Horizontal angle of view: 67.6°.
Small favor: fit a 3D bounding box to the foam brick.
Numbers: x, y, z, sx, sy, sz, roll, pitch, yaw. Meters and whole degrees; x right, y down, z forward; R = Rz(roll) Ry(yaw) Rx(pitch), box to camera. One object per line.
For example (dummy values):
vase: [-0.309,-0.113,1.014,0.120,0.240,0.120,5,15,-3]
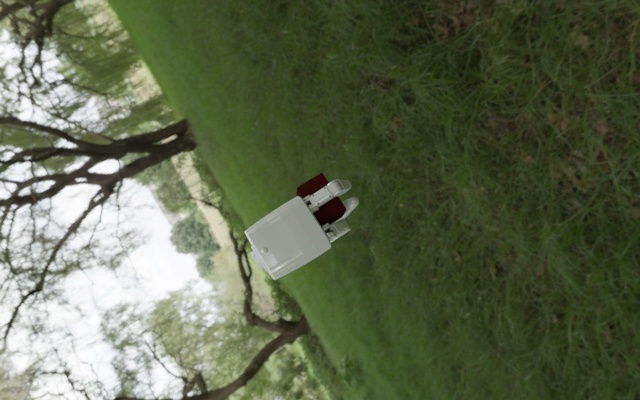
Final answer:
foam brick: [0.000,0.002,0.807,0.051,0.078,0.053,-31,-10,-10]
